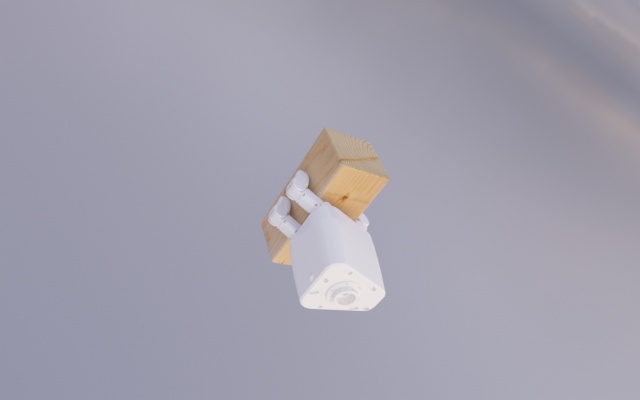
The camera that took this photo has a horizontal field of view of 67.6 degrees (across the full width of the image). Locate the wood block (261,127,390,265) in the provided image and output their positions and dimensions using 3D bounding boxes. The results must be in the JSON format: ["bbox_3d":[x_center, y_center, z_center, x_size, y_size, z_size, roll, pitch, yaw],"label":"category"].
[{"bbox_3d":[0.001,0.003,0.738,0.091,0.090,0.206,14,-53,-34],"label":"wood block"}]
